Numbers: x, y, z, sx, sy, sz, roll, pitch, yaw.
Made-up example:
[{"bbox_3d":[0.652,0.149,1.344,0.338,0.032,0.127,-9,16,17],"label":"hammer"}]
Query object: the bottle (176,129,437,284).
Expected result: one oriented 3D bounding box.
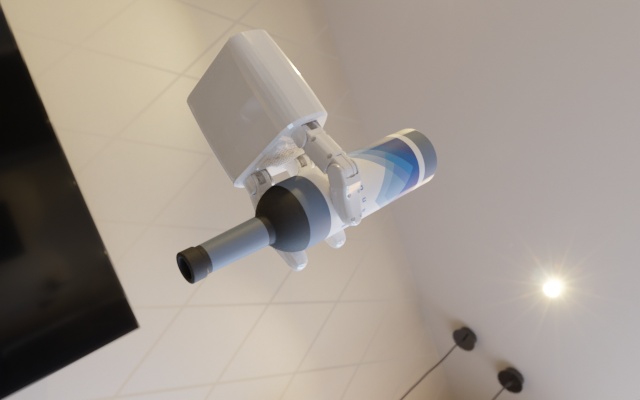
[{"bbox_3d":[0.000,0.001,0.460,0.295,0.069,0.069,-26,16,-37],"label":"bottle"}]
